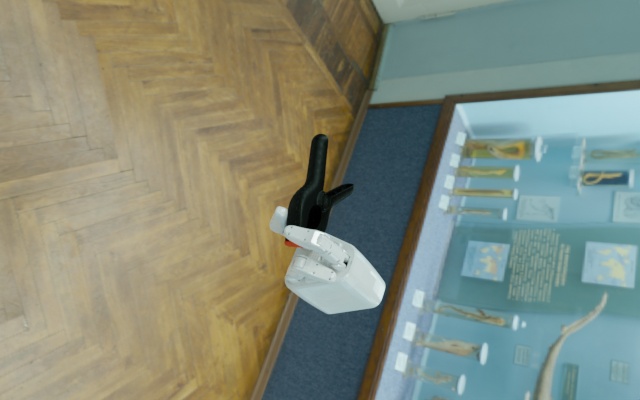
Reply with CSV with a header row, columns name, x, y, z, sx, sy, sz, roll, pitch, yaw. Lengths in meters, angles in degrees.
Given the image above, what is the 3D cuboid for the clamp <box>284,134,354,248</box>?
name,x,y,z,sx,sy,sz,roll,pitch,yaw
clamp,0.000,0.002,0.697,0.039,0.171,0.120,-1,-33,41
